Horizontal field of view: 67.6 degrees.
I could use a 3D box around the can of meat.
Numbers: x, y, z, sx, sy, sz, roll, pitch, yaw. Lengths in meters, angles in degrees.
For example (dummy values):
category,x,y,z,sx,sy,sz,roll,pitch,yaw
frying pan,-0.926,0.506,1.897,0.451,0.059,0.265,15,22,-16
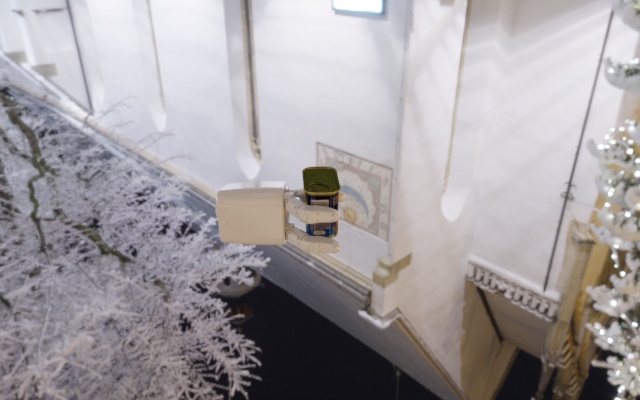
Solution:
category,x,y,z,sx,sy,sz,roll,pitch,yaw
can of meat,0.000,0.003,0.775,0.057,0.084,0.102,-2,27,-4
